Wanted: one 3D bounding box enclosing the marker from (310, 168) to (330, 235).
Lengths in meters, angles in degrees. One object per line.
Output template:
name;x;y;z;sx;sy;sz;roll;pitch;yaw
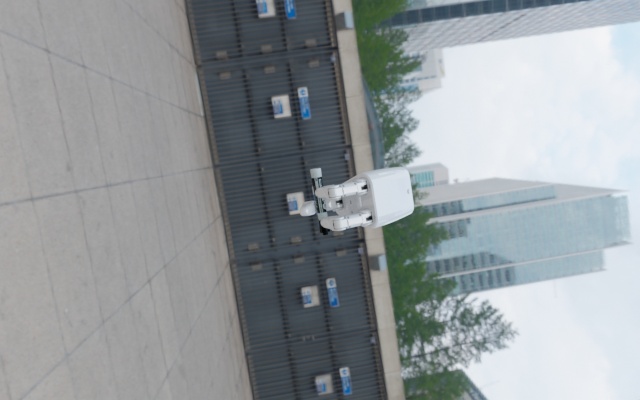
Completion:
marker;0.000;0.003;0.855;0.020;0.121;0.020;-9;7;1
